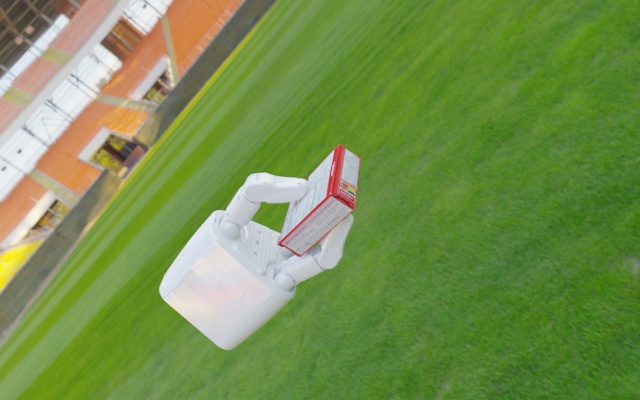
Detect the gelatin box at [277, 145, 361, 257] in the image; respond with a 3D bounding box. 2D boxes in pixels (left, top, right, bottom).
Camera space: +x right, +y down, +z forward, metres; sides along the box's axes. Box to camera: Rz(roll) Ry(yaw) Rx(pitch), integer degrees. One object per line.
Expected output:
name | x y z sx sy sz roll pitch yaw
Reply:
gelatin box | 0.000 0.001 0.452 0.030 0.073 0.089 32 -51 -17
